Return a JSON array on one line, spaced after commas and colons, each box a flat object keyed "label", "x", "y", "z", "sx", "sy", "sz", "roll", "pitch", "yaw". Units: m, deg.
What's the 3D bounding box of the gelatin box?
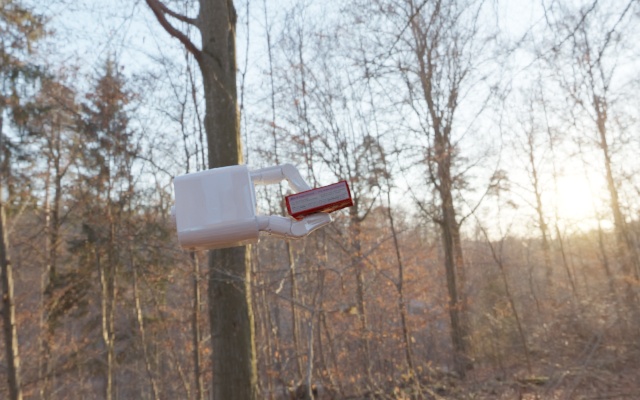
[{"label": "gelatin box", "x": 0.000, "y": 0.002, "z": 0.673, "sx": 0.089, "sy": 0.030, "sz": 0.073, "roll": -16, "pitch": -10, "yaw": 4}]
